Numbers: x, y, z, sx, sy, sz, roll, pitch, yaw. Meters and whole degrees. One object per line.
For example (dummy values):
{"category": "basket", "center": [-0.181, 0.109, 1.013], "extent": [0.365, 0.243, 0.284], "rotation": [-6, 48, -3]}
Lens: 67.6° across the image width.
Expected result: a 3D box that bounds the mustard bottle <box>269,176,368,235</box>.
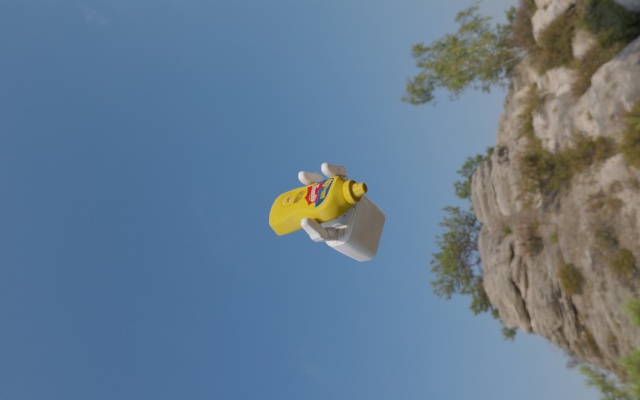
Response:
{"category": "mustard bottle", "center": [0.000, 0.003, 0.864], "extent": [0.191, 0.058, 0.096], "rotation": [-17, 31, 33]}
